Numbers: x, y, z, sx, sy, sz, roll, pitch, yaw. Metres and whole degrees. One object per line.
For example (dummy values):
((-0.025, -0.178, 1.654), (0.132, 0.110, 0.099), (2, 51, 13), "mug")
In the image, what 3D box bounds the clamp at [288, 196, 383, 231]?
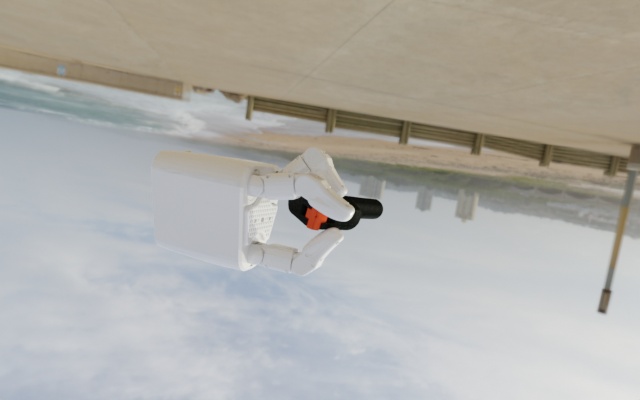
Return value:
((0.000, 0.002, 0.538), (0.120, 0.039, 0.171), (12, 6, 16), "clamp")
